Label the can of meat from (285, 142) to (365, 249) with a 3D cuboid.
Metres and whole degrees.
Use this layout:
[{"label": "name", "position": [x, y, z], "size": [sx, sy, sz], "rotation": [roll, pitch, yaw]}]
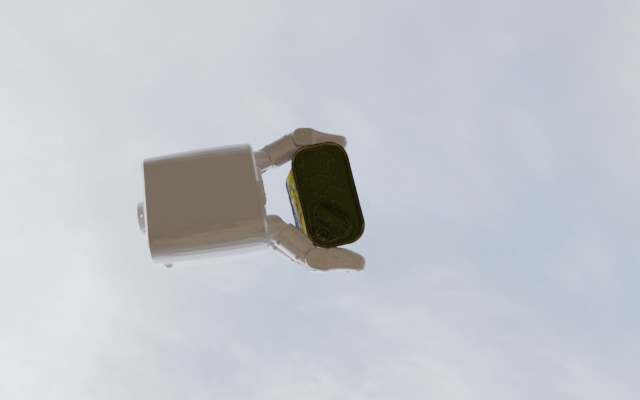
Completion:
[{"label": "can of meat", "position": [0.000, 0.002, 0.494], "size": [0.057, 0.102, 0.084], "rotation": [-12, -9, -13]}]
